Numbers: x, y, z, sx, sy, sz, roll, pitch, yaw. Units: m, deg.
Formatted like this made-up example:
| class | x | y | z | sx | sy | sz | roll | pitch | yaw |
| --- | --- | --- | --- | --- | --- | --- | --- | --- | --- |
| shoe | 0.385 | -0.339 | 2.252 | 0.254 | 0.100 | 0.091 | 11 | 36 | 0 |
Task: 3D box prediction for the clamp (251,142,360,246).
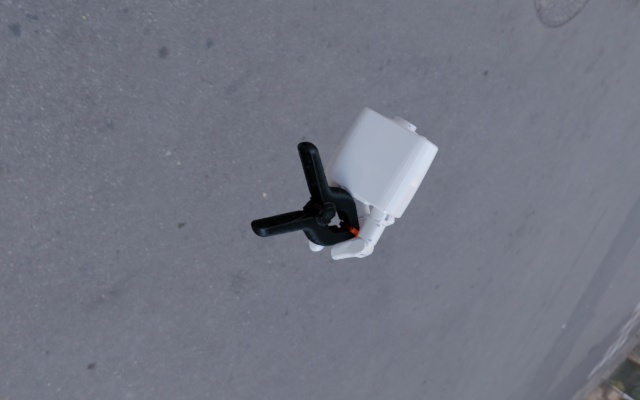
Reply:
| class | x | y | z | sx | sy | sz | roll | pitch | yaw |
| --- | --- | --- | --- | --- | --- | --- | --- | --- | --- |
| clamp | 0.001 | 0.002 | 0.591 | 0.039 | 0.120 | 0.171 | 37 | 11 | 38 |
